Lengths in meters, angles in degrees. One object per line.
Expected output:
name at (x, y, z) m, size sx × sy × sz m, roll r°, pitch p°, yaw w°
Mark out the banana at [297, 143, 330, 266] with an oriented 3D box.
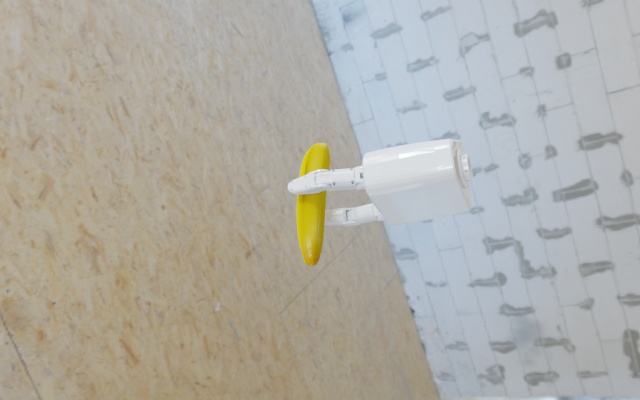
banana at (-0.006, -0.012, 0.639) m, size 0.037 × 0.197 × 0.070 m, roll -7°, pitch -40°, yaw 19°
